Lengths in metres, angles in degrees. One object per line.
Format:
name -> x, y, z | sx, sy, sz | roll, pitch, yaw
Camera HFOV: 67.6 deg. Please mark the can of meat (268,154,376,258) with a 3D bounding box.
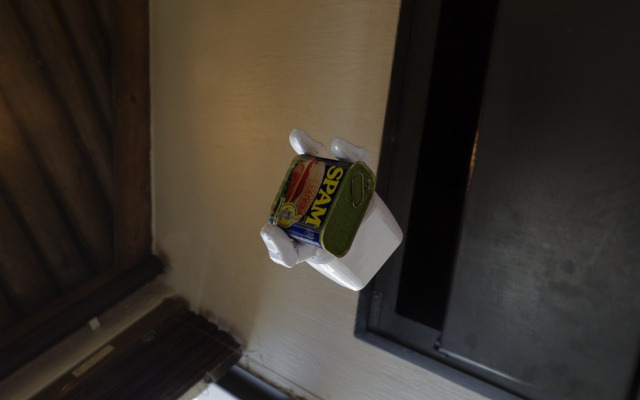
can of meat -> 0.000, 0.002, 0.524 | 0.084, 0.102, 0.057 | 15, -16, 37
